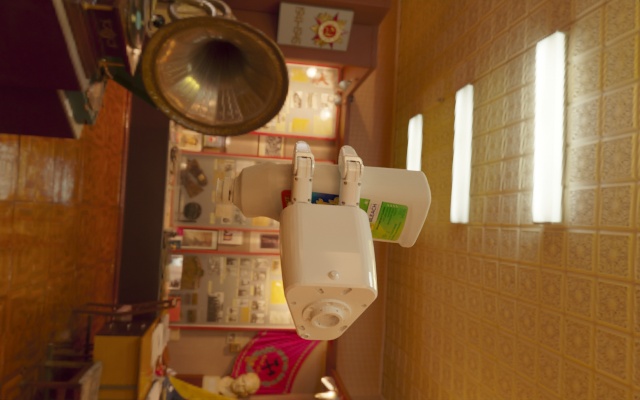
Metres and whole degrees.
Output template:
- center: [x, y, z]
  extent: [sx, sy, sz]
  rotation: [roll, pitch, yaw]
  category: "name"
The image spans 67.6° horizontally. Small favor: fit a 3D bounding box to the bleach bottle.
- center: [0.000, 0.002, 0.588]
  extent: [0.251, 0.103, 0.068]
  rotation: [4, 44, -8]
  category: "bleach bottle"
